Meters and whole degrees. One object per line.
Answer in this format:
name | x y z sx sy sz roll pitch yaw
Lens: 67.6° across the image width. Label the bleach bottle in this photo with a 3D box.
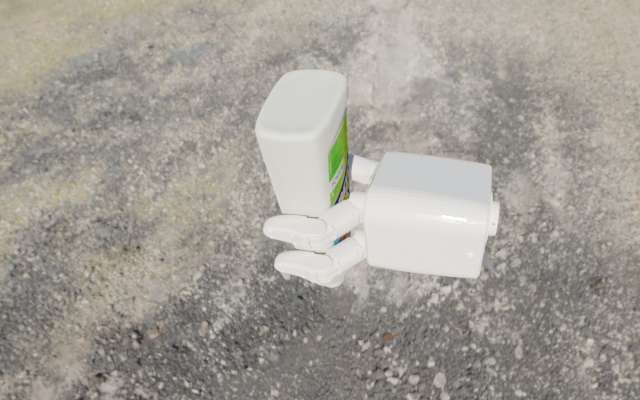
bleach bottle | 0.000 0.002 0.489 0.068 0.102 0.251 7 -41 17
